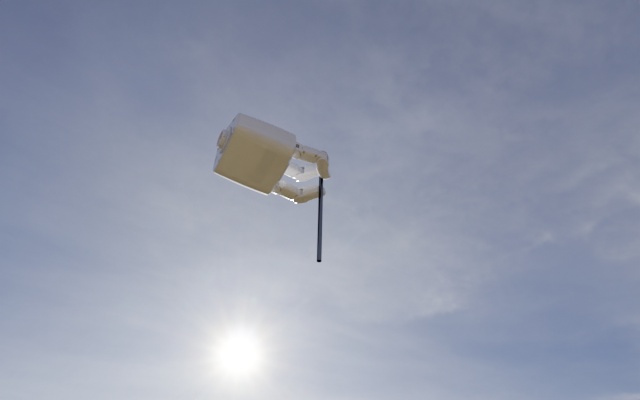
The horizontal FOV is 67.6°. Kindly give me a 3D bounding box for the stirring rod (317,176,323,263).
[{"bbox_3d":[0.000,0.003,0.823,0.011,0.239,0.011,1,-40,1],"label":"stirring rod"}]
